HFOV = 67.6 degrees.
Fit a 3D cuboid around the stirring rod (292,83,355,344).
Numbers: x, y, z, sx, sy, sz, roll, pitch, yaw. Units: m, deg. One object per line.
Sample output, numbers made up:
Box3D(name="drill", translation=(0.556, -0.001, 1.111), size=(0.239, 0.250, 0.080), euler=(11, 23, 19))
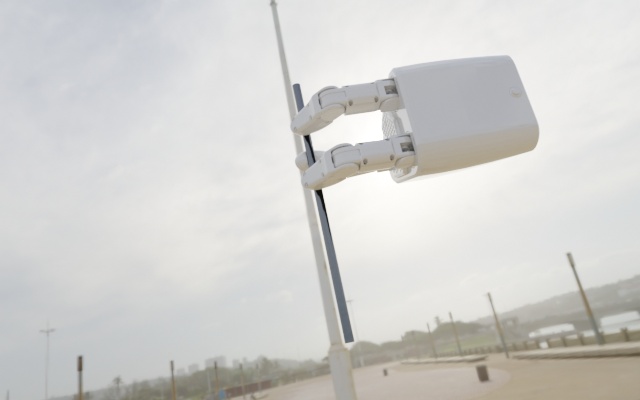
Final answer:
Box3D(name="stirring rod", translation=(0.000, 0.001, 0.417), size=(0.011, 0.239, 0.011), euler=(-11, -19, -4))
